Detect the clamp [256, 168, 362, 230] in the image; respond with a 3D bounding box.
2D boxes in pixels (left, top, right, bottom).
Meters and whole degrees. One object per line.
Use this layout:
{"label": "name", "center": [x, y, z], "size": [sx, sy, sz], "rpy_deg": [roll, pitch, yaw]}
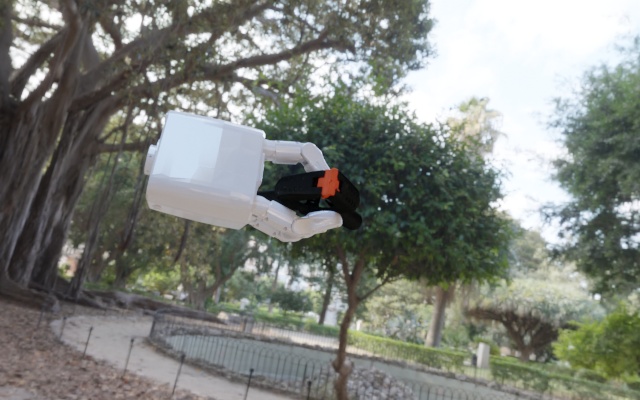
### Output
{"label": "clamp", "center": [0.000, 0.001, 0.563], "size": [0.164, 0.036, 0.210], "rpy_deg": [11, -12, -15]}
